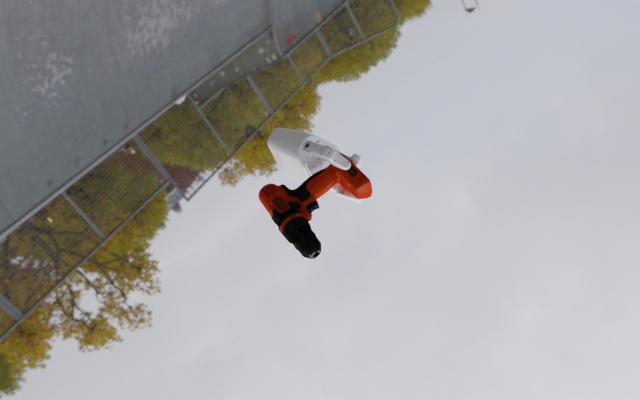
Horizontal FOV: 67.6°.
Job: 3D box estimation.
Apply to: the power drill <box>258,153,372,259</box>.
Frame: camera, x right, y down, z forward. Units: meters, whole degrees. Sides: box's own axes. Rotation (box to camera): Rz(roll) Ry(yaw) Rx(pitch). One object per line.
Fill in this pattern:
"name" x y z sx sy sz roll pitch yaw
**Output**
"power drill" 0.000 0.003 0.883 0.187 0.184 0.057 -30 -35 -15
